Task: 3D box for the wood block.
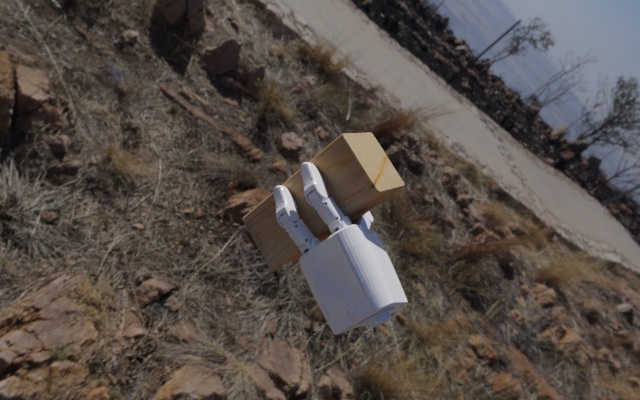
[{"bbox_3d":[0.001,0.002,0.668,0.206,0.090,0.091,-37,-12,30],"label":"wood block"}]
